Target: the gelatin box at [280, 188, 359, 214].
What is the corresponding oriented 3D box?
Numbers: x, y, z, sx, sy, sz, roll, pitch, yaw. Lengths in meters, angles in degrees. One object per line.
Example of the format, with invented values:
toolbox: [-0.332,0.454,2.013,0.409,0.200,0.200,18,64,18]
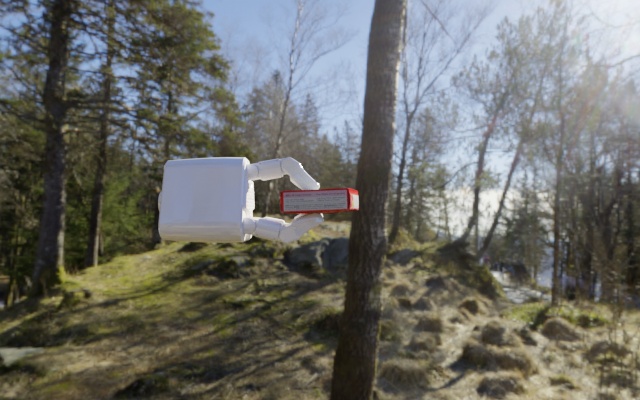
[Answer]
gelatin box: [0.000,0.002,0.613,0.089,0.030,0.073,-3,-3,13]
